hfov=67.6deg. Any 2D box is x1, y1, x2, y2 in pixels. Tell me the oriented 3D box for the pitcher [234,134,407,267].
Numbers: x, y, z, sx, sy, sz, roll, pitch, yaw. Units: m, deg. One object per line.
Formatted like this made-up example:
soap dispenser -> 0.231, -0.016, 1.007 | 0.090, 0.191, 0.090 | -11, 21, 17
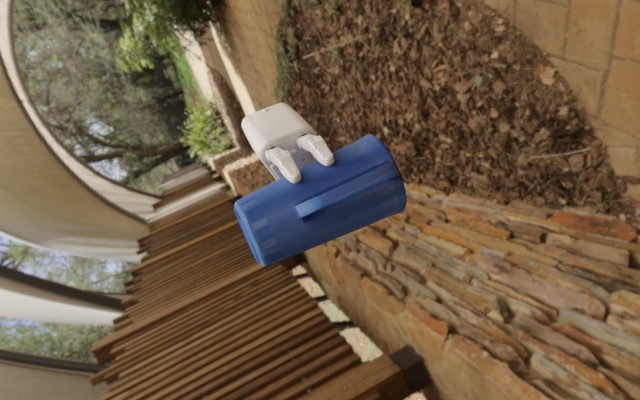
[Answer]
pitcher -> 0.000, 0.002, 0.719 | 0.243, 0.149, 0.145 | -25, 46, -12
